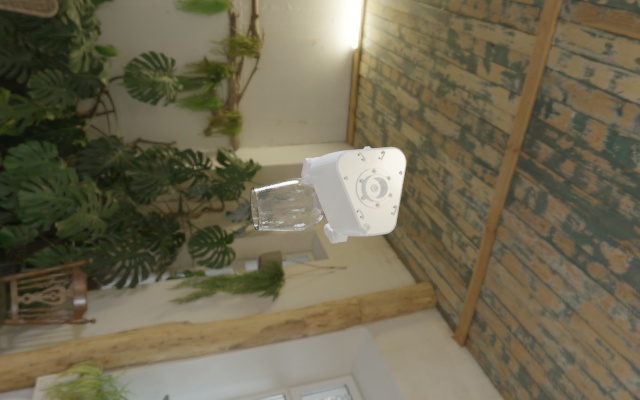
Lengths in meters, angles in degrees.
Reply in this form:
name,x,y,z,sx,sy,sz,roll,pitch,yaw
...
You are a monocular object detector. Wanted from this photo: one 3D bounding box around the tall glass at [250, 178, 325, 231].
name,x,y,z,sx,sy,sz,roll,pitch,yaw
tall glass,0.001,0.002,0.710,0.201,0.079,0.079,-6,2,-17
